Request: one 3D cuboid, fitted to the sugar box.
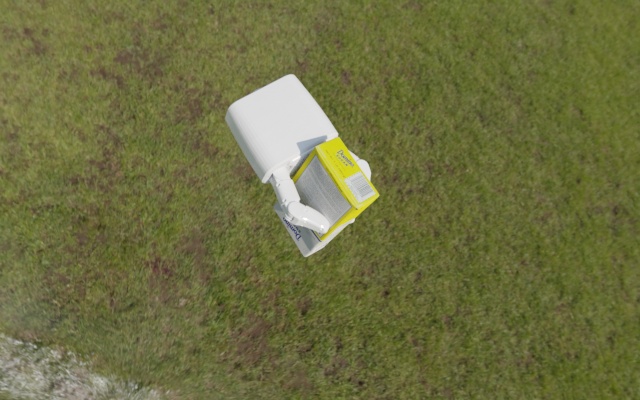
[{"bbox_3d":[0.000,0.002,0.642,0.048,0.093,0.176,-27,-11,-30],"label":"sugar box"}]
